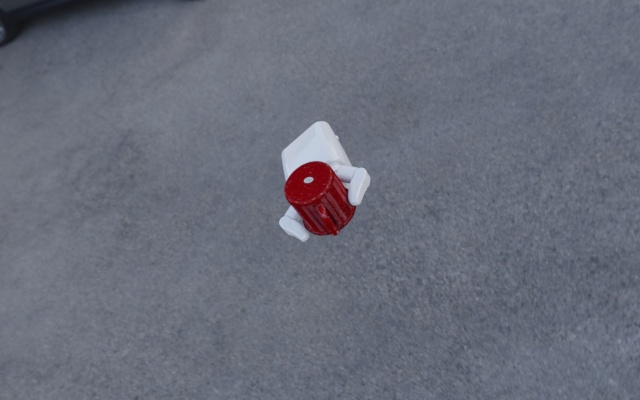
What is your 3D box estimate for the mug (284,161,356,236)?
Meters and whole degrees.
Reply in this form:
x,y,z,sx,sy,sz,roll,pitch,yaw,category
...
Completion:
x,y,z,sx,sy,sz,roll,pitch,yaw,category
0.000,0.003,0.717,0.093,0.117,0.081,-27,-43,9,mug
